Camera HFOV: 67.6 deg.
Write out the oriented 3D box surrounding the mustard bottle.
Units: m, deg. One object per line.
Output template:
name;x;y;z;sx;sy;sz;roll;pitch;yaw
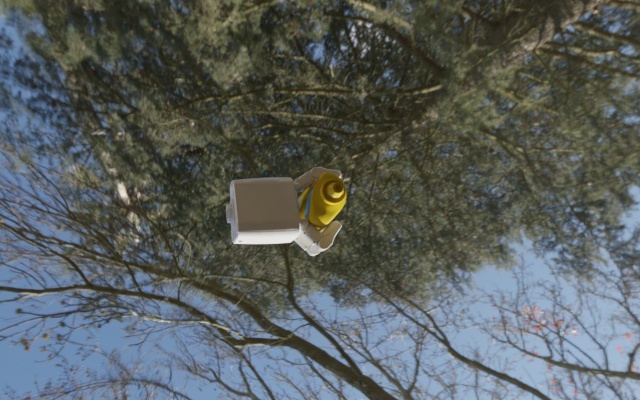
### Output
mustard bottle;0.000;0.003;0.837;0.058;0.096;0.192;23;-19;-10
